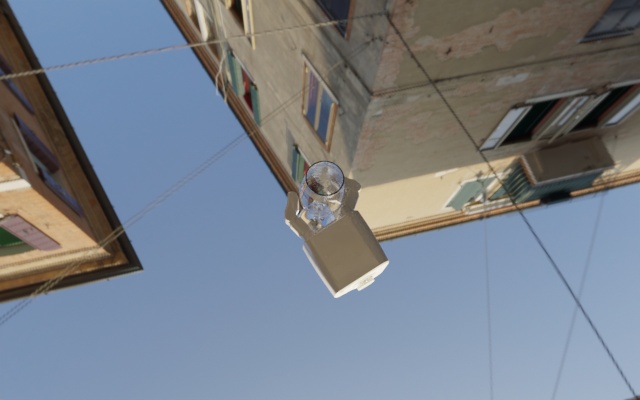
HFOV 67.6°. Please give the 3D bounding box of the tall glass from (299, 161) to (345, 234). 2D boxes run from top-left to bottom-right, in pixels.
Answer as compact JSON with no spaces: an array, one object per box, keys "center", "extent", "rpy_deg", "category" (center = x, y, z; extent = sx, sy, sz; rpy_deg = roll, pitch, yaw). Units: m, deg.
[{"center":[0.000,0.003,0.841],"extent":[0.079,0.079,0.201],"rpy_deg":[0,-23,-4],"category":"tall glass"}]
